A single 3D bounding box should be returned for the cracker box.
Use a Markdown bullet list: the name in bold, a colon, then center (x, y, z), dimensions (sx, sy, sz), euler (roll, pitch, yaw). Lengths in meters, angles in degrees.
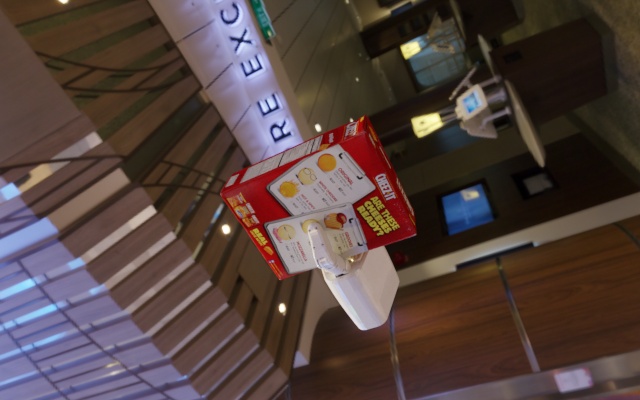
- **cracker box**: center (0.000, 0.002, 0.655), dimensions (0.214, 0.164, 0.072), euler (-22, 26, 18)
